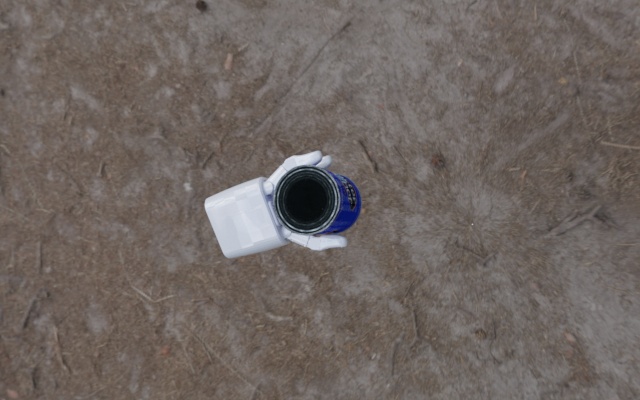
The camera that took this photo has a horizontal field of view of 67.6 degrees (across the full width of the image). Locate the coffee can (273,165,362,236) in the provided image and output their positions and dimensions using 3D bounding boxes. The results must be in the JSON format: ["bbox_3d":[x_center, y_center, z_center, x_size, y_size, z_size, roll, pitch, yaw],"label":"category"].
[{"bbox_3d":[0.000,0.002,0.746,0.103,0.103,0.140,0,-3,18],"label":"coffee can"}]
